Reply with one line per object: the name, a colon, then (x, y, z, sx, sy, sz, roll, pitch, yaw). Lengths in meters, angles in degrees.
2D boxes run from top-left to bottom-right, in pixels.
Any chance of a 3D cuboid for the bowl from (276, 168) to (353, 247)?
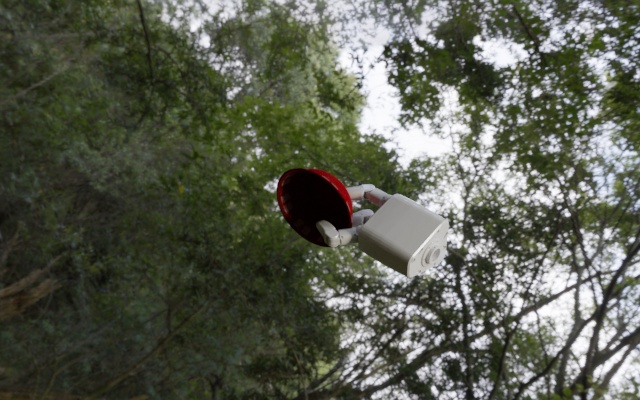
bowl: (-0.001, 0.002, 0.855, 0.162, 0.162, 0.055, 0, 30, 39)
